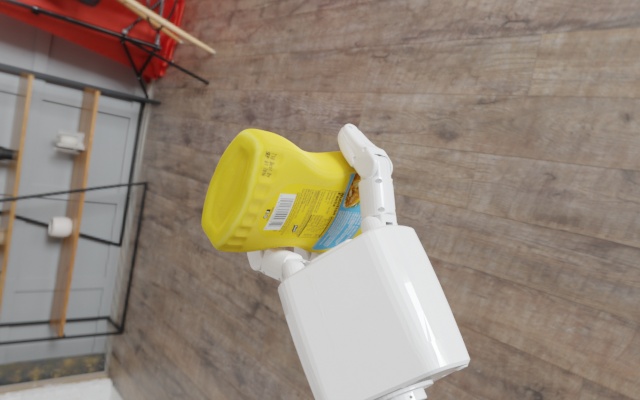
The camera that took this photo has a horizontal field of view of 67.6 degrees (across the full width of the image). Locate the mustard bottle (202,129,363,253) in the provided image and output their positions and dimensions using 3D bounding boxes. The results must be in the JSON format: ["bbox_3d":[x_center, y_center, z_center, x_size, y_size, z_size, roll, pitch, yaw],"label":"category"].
[{"bbox_3d":[0.000,0.001,0.417,0.191,0.096,0.058,7,27,-43],"label":"mustard bottle"}]
